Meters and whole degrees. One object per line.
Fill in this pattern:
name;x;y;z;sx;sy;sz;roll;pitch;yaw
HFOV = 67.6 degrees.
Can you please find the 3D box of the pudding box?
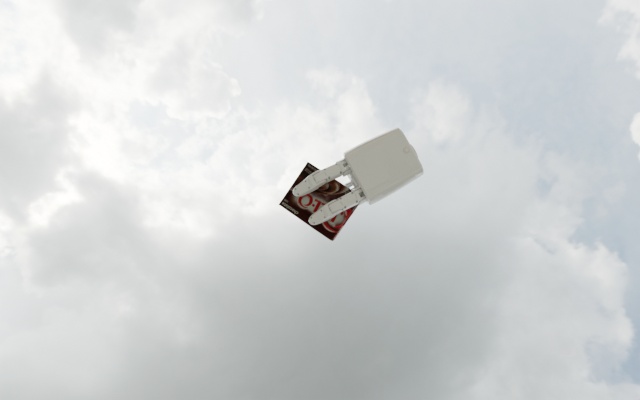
pudding box;0.000;0.003;0.817;0.113;0.090;0.039;34;-4;8
